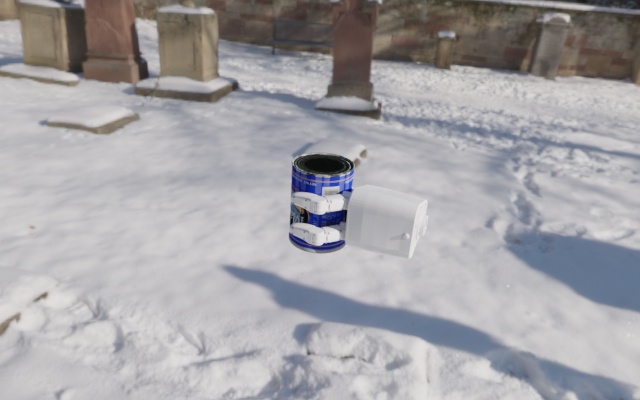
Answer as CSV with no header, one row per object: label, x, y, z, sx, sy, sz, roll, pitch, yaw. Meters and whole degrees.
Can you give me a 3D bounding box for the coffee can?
coffee can,0.000,0.003,0.798,0.103,0.140,0.102,3,26,-1
